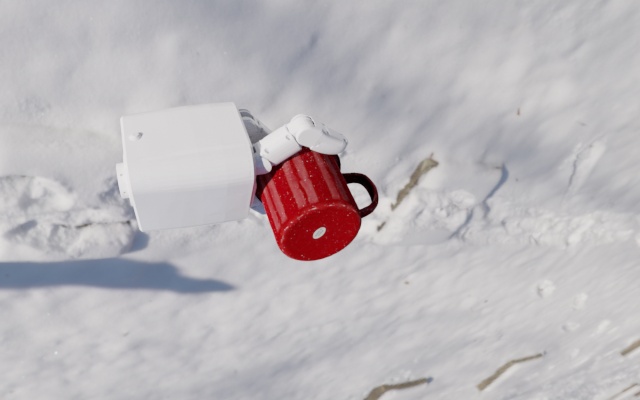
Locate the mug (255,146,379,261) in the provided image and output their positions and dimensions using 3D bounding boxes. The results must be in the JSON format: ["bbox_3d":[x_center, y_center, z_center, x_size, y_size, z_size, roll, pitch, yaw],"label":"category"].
[{"bbox_3d":[0.001,0.001,0.458,0.117,0.081,0.093,-9,-42,-17],"label":"mug"}]
